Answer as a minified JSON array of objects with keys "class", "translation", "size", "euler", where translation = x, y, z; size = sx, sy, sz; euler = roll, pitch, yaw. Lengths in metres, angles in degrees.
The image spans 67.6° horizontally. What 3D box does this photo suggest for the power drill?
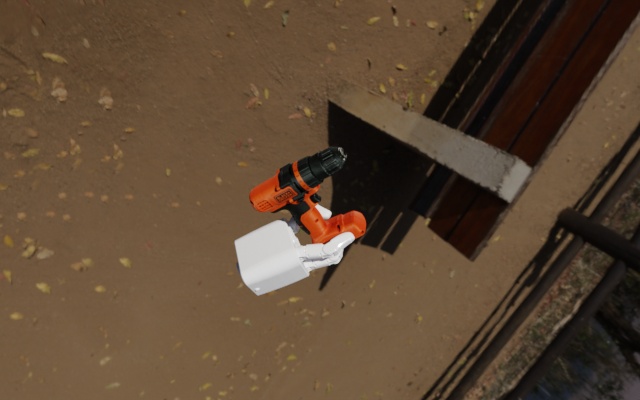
[{"class":"power drill","translation":[0.000,0.003,0.823],"size":[0.184,0.057,0.188],"euler":[-26,-51,23]}]
